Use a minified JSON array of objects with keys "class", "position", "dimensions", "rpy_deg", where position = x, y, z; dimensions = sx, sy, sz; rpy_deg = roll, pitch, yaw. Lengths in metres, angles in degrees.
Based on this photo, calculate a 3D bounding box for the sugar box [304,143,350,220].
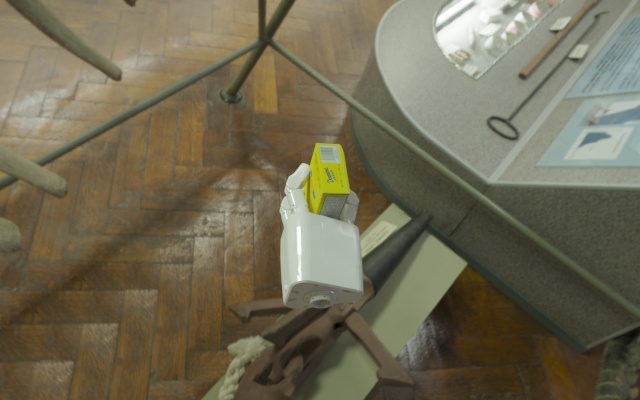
[{"class":"sugar box","position":[0.000,0.002,0.741],"dimensions":[0.048,0.093,0.176],"rpy_deg":[3,-35,-14]}]
